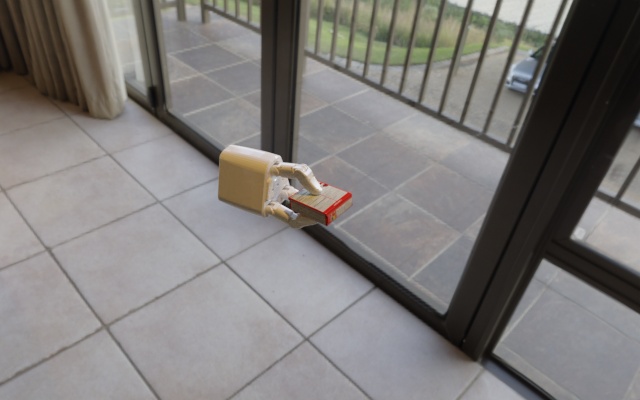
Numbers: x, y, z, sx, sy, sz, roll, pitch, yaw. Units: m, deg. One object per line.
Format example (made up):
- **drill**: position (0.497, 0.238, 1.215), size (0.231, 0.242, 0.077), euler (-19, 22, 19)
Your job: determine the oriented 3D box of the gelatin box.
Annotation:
- **gelatin box**: position (0.000, 0.002, 0.842), size (0.089, 0.030, 0.073), euler (22, 43, 34)
